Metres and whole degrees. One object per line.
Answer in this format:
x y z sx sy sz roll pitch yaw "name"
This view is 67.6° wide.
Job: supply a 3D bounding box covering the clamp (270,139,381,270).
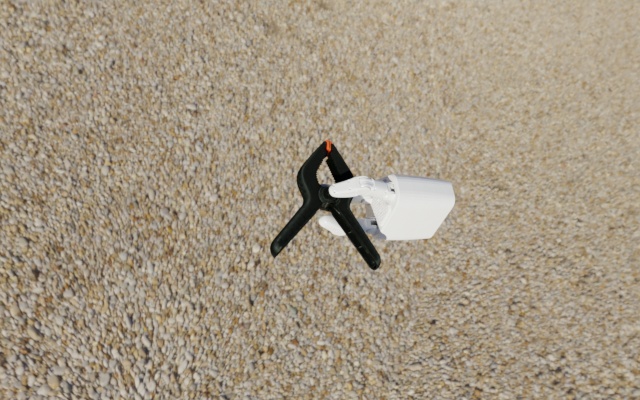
0.001 0.001 0.711 0.164 0.210 0.036 4 -27 -22 "clamp"
